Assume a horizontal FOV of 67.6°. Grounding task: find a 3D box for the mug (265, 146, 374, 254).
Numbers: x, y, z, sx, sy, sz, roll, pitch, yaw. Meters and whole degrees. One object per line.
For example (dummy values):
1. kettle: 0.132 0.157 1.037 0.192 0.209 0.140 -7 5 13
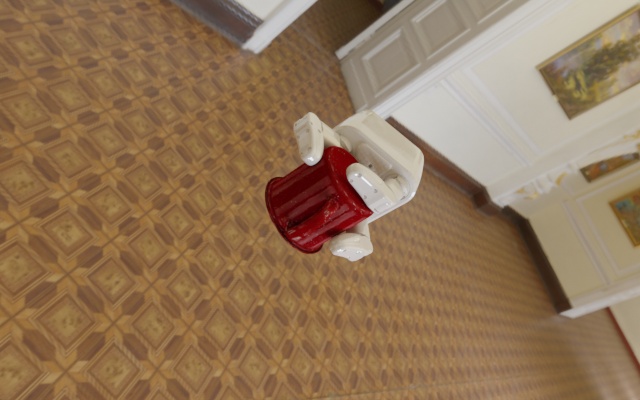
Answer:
1. mug: 0.000 0.002 0.482 0.081 0.093 0.117 -32 11 27
